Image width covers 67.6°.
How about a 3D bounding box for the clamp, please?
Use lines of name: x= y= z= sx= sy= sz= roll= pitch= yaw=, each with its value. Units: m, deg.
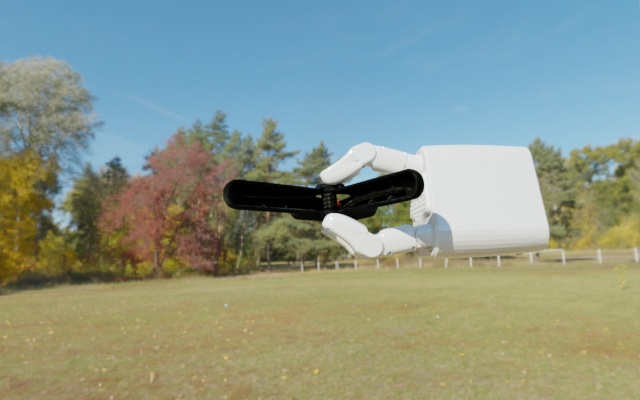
clamp: x=0.000 y=0.001 z=0.475 sx=0.164 sy=0.036 sz=0.210 roll=-1 pitch=-7 yaw=-1
